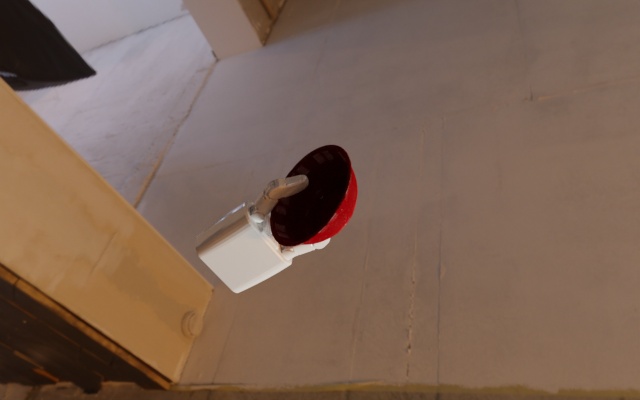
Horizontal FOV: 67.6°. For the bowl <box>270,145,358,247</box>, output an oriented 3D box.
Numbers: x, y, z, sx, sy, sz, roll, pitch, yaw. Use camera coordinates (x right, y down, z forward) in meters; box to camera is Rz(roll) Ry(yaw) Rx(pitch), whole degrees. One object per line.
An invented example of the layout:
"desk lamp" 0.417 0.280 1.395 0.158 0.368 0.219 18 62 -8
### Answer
"bowl" 0.001 0.002 0.685 0.055 0.162 0.162 33 -19 -33
